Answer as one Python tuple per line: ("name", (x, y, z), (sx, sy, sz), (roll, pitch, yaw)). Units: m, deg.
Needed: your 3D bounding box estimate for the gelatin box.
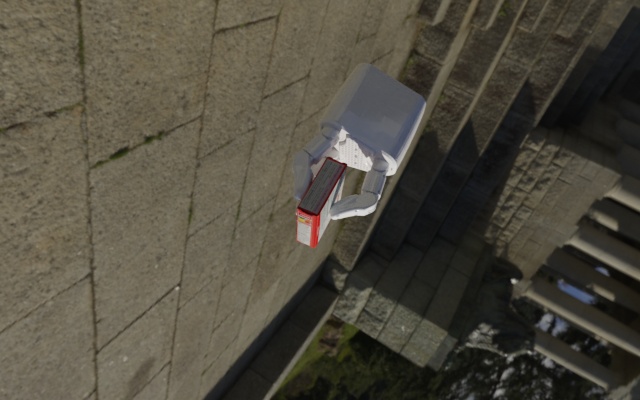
("gelatin box", (0.000, 0.002, 0.586), (0.030, 0.089, 0.073), (22, -34, 11))
